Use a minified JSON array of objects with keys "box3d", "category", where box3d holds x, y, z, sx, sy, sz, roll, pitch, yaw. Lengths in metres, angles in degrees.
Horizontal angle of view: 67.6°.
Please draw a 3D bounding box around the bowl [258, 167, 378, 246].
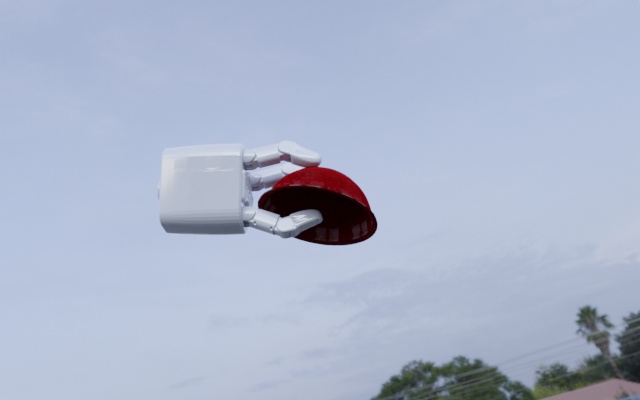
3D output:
[{"box3d":[0.001,0.002,0.645,0.162,0.055,0.162,9,-29,5],"category":"bowl"}]
